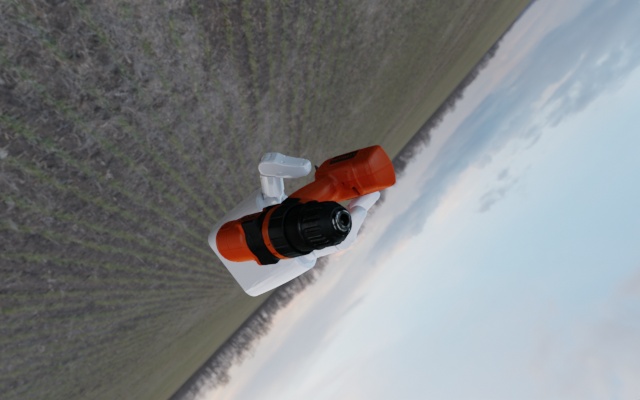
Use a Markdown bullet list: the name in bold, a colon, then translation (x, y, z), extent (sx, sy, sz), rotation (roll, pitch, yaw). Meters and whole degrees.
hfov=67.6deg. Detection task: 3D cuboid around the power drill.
- **power drill**: translation (0.000, 0.002, 0.507), extent (0.184, 0.057, 0.187), rotation (-11, 16, 46)
